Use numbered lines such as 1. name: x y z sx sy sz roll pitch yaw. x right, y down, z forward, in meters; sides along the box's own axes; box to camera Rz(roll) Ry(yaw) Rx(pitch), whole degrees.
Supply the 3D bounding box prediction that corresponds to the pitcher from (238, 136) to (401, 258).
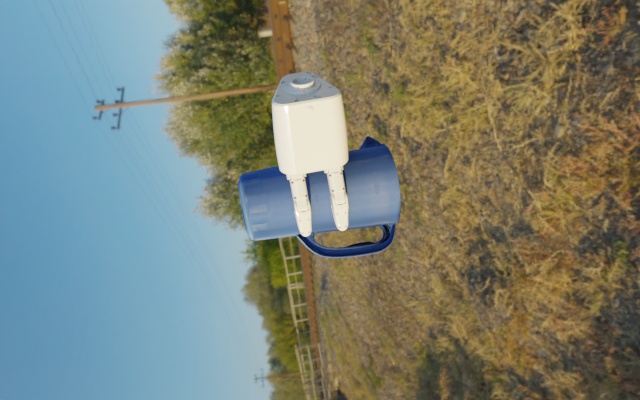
1. pitcher: 0.000 0.002 0.758 0.243 0.145 0.149 -10 38 -5
